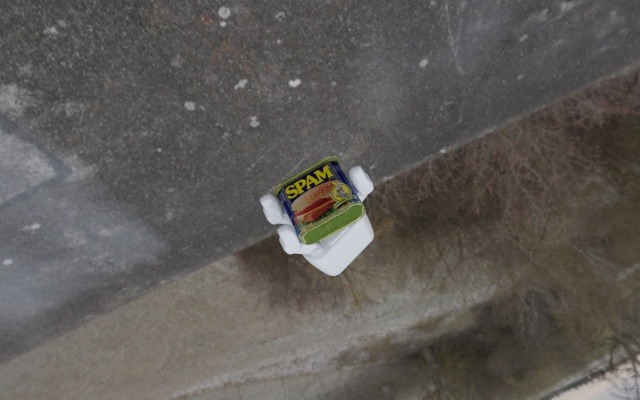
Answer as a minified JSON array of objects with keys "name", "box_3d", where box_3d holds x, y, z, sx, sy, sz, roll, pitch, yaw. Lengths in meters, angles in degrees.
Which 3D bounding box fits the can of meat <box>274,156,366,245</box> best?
[{"name":"can of meat","box_3d":[0.000,0.002,0.657,0.102,0.084,0.057,-29,-28,1]}]
